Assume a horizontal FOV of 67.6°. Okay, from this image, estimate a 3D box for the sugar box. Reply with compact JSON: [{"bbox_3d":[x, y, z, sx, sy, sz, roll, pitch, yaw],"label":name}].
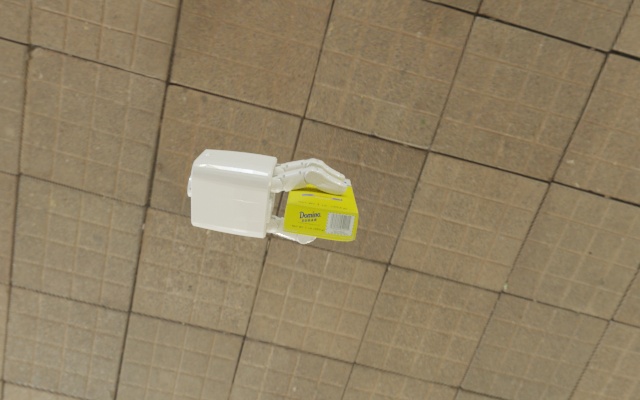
[{"bbox_3d":[0.000,0.002,0.676,0.093,0.048,0.176,9,19,-4],"label":"sugar box"}]
